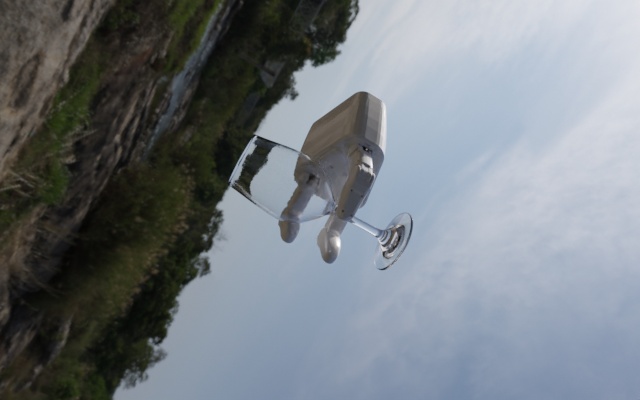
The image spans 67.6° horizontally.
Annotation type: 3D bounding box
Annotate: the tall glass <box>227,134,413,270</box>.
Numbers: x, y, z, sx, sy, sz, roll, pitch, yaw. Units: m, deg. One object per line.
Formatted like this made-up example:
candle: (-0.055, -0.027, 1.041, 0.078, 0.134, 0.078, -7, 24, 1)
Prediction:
tall glass: (0.001, 0.002, 0.532, 0.201, 0.079, 0.079, 28, -7, -14)
